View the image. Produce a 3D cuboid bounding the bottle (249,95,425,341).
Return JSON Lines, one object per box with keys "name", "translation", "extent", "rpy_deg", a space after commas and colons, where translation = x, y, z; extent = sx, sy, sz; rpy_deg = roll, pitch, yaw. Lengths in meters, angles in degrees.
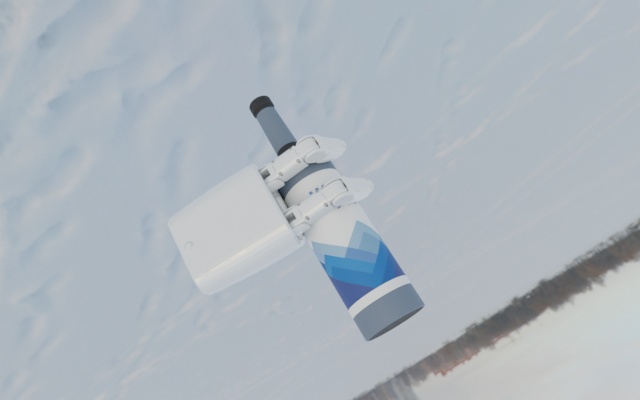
{"name": "bottle", "translation": [0.000, 0.002, 0.510], "extent": [0.069, 0.295, 0.069], "rpy_deg": [-27, -22, -12]}
